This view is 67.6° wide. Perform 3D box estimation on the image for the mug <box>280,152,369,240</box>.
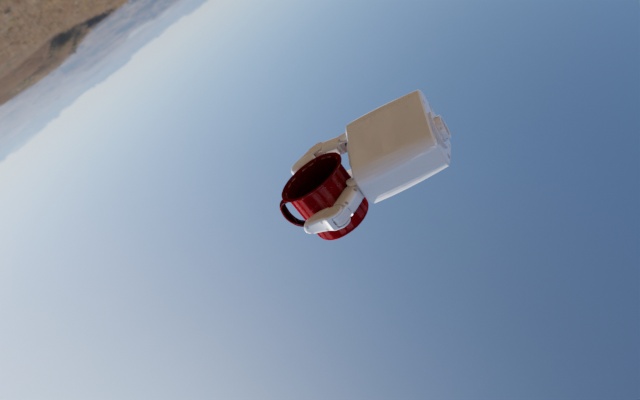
[{"bbox_3d":[-0.001,0.003,0.630,0.117,0.081,0.093,-26,28,26],"label":"mug"}]
